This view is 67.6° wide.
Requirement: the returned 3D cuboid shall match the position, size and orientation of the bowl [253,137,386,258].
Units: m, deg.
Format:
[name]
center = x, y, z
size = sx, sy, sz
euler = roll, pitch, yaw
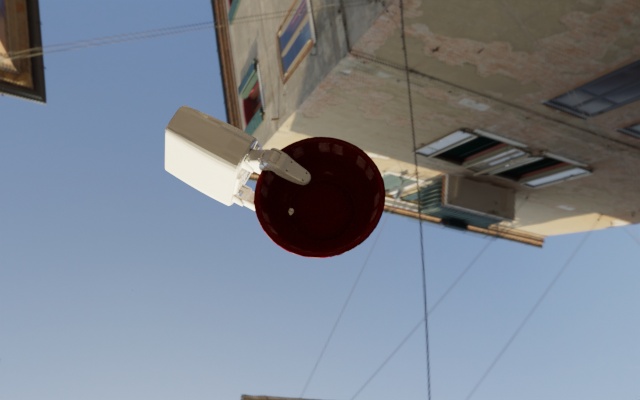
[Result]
[bowl]
center = 0.001, 0.003, 0.606
size = 0.162, 0.162, 0.055
euler = 0, -23, 4
